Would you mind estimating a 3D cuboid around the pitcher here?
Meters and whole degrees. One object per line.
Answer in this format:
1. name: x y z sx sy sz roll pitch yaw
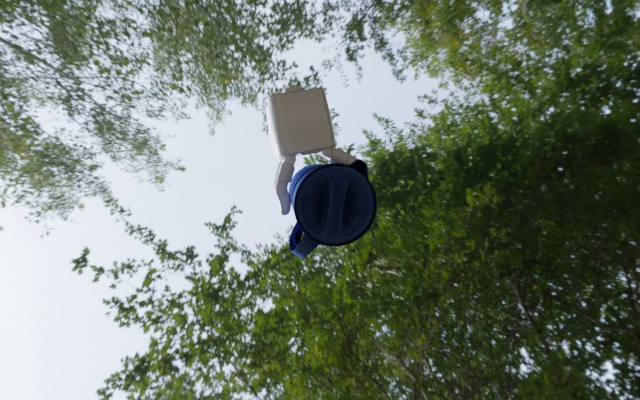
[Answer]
1. pitcher: 0.000 0.003 0.859 0.149 0.145 0.243 -13 8 -7
